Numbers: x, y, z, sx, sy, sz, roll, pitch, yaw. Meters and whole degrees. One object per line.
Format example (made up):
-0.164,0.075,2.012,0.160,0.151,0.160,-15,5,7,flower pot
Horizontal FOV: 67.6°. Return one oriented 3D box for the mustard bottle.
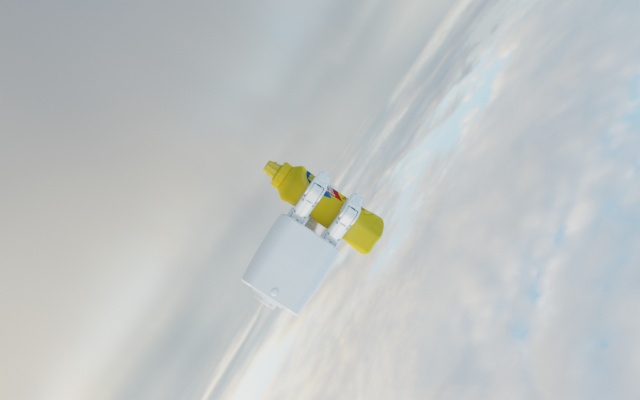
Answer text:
0.001,0.002,0.700,0.191,0.058,0.096,33,13,-4,mustard bottle
